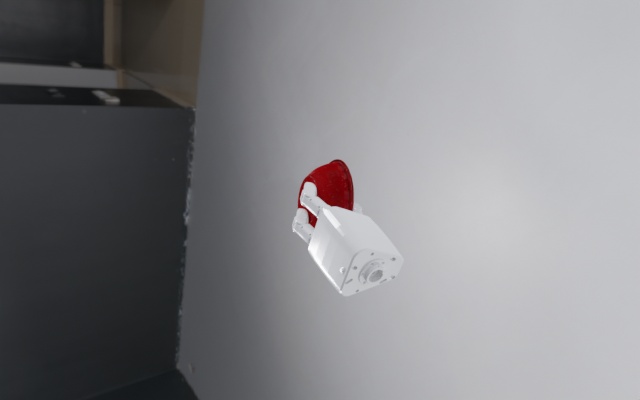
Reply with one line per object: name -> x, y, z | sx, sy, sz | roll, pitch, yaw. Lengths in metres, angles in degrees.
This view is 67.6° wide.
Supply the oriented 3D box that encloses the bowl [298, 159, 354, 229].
bowl -> -0.001, 0.002, 0.863 | 0.055, 0.162, 0.162 | 5, -2, -23
